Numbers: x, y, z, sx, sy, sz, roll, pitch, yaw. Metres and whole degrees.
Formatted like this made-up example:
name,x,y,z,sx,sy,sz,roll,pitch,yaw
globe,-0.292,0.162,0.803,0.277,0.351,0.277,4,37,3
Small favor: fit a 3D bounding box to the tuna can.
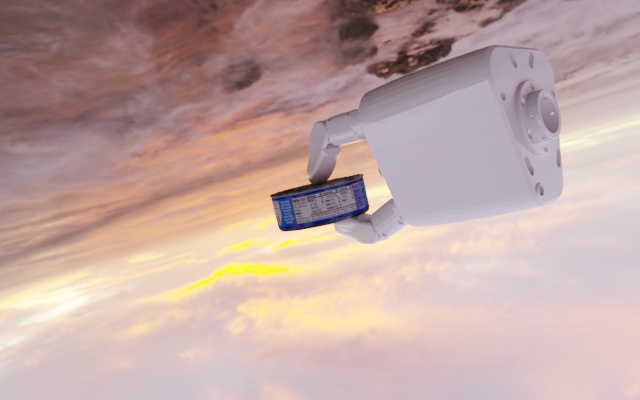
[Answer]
name,x,y,z,sx,sy,sz,roll,pitch,yaw
tuna can,0.000,0.002,0.429,0.086,0.034,0.086,-13,4,1
